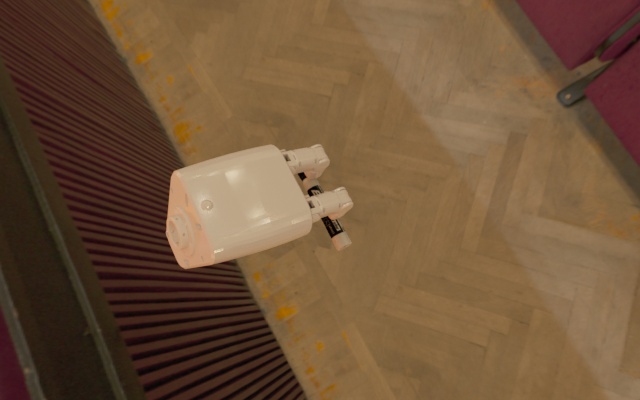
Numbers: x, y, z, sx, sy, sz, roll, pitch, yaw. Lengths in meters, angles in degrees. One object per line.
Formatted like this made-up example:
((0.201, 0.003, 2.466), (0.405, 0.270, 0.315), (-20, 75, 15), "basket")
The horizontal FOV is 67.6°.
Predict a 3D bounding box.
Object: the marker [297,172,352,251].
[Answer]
((0.000, 0.002, 0.561), (0.020, 0.121, 0.020), (-26, -14, -7), "marker")
